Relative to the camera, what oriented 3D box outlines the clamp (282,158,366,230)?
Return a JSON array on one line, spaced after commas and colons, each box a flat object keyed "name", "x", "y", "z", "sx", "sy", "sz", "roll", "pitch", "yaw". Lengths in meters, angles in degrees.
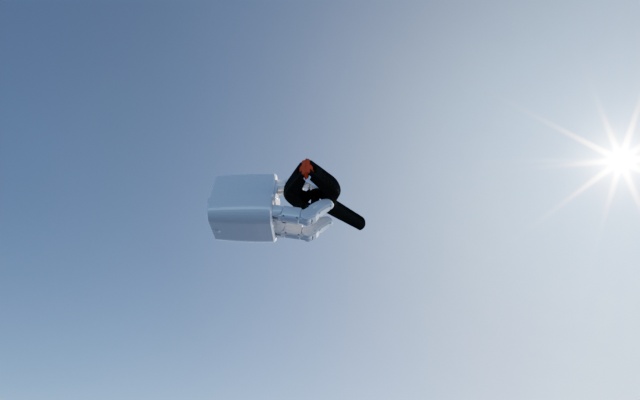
[{"name": "clamp", "x": 0.000, "y": 0.002, "z": 0.817, "sx": 0.164, "sy": 0.036, "sz": 0.210, "roll": -3, "pitch": -33, "yaw": -1}]
